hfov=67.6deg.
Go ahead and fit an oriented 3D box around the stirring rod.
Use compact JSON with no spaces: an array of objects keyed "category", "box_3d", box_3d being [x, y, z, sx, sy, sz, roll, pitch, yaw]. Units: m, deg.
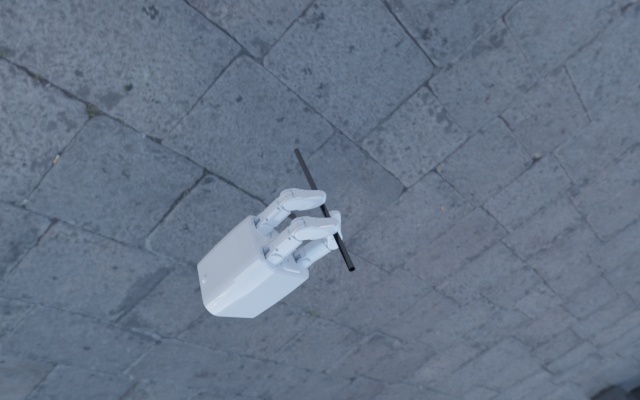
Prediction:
[{"category":"stirring rod","box_3d":[0.000,0.002,0.635,0.011,0.011,0.239,0,40,-23]}]
